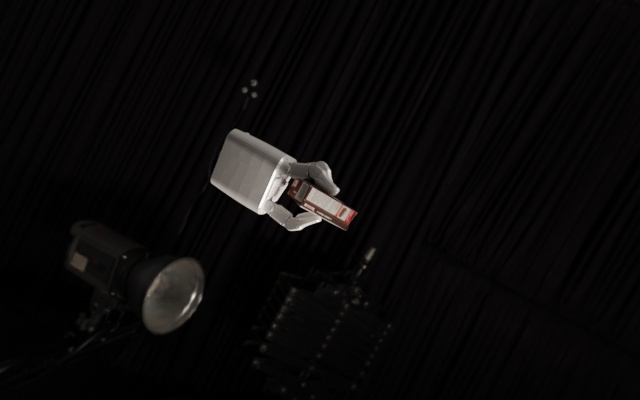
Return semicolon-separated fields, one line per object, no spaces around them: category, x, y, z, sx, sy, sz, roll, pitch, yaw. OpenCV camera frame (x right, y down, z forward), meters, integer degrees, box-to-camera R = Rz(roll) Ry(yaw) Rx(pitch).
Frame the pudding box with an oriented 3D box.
pudding box;0.000;0.003;0.785;0.090;0.039;0.113;29;4;-17
